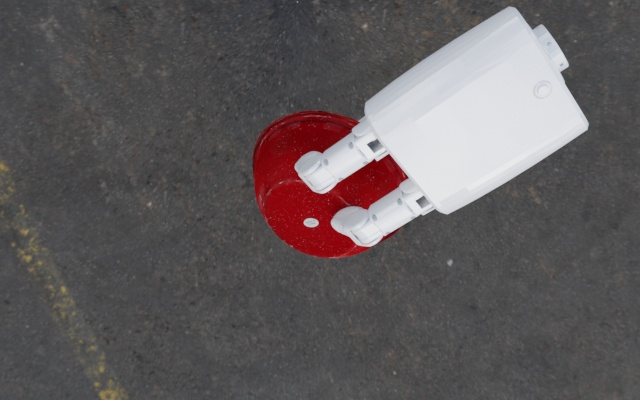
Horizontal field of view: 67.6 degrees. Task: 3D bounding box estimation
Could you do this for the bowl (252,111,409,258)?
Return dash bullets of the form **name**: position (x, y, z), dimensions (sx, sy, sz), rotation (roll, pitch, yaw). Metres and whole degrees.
- **bowl**: position (-0.001, 0.002, 0.441), dimensions (0.162, 0.162, 0.055), rotation (0, 39, 25)
